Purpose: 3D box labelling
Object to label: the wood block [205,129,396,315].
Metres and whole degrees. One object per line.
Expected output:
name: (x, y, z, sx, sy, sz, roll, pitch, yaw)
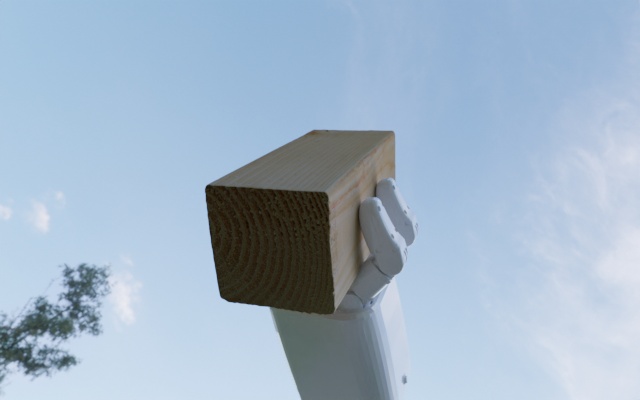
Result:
wood block: (0.000, 0.002, 0.409, 0.091, 0.090, 0.206, 3, 19, 19)
